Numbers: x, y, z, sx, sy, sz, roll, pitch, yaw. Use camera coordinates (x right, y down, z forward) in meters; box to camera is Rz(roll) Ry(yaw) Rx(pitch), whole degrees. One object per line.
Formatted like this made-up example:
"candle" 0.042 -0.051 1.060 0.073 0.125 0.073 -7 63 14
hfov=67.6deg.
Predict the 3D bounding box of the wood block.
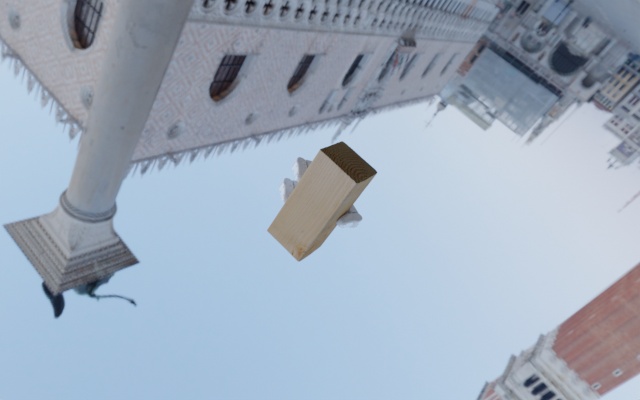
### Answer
"wood block" 0.000 0.003 0.882 0.091 0.206 0.090 43 32 12
